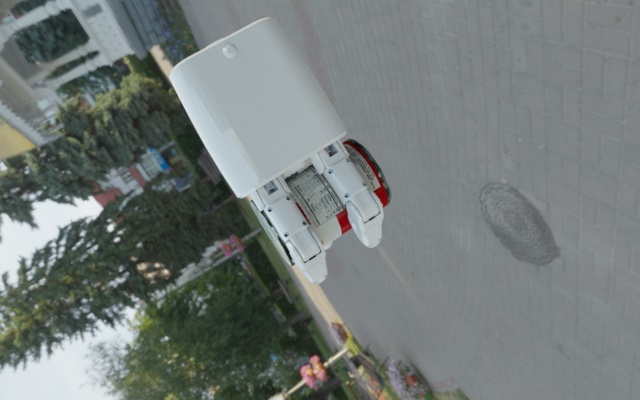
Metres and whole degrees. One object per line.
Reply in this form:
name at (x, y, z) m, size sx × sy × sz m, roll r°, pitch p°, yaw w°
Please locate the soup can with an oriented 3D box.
soup can at (0.000, 0.002, 0.410) m, size 0.102 × 0.068 × 0.068 m, roll -32°, pitch 7°, yaw -11°
